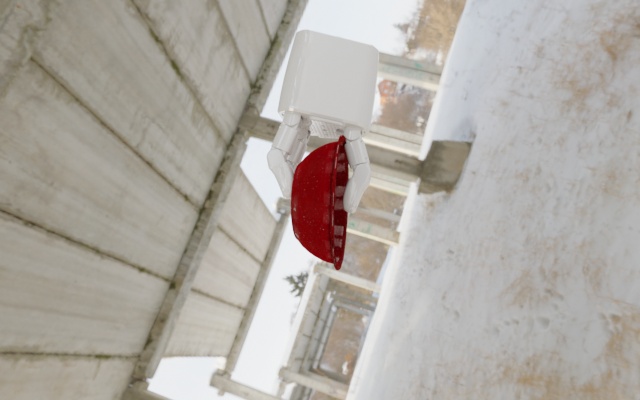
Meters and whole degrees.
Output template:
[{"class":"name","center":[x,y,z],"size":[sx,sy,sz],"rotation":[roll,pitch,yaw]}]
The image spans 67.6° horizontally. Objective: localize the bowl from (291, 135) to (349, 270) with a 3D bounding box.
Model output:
[{"class":"bowl","center":[0.000,0.003,0.573],"size":[0.055,0.162,0.162],"rotation":[2,0,8]}]
